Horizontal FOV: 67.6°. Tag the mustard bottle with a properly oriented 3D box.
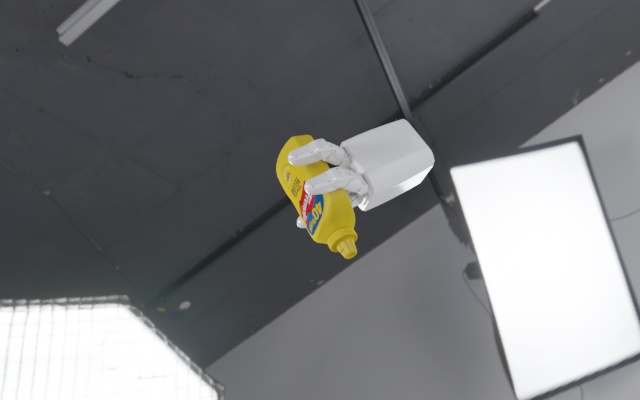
[{"bbox_3d":[0.000,0.002,0.681,0.058,0.191,0.096,-10,-37,-31],"label":"mustard bottle"}]
